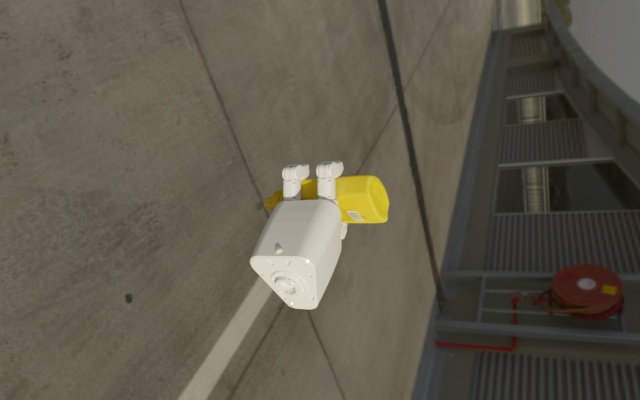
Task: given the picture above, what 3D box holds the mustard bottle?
[{"bbox_3d":[0.000,0.002,0.723,0.191,0.058,0.096,-3,-25,25],"label":"mustard bottle"}]
